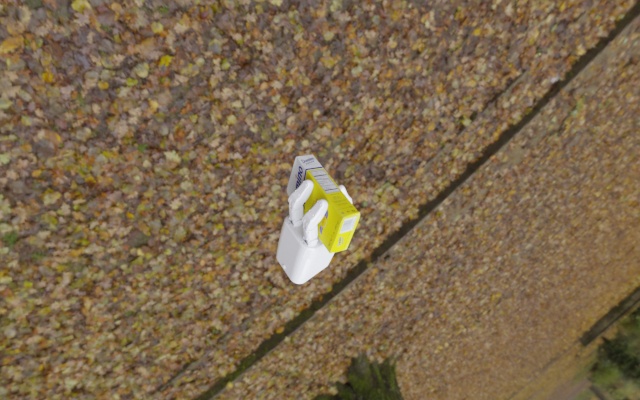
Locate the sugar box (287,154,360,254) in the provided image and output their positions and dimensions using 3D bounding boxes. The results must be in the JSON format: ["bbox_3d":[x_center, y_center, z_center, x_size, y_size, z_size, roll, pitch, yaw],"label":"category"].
[{"bbox_3d":[0.000,0.003,0.889,0.048,0.093,0.176,-13,47,-34],"label":"sugar box"}]
